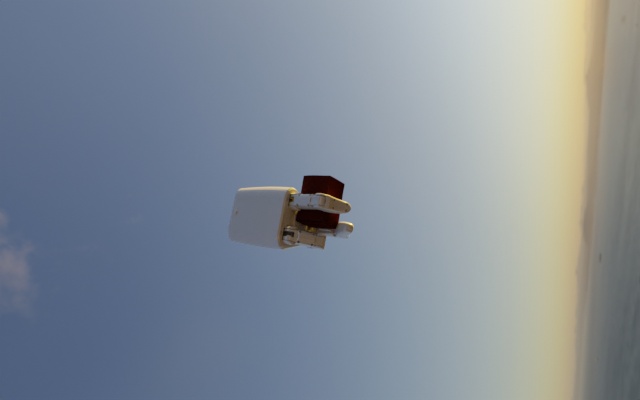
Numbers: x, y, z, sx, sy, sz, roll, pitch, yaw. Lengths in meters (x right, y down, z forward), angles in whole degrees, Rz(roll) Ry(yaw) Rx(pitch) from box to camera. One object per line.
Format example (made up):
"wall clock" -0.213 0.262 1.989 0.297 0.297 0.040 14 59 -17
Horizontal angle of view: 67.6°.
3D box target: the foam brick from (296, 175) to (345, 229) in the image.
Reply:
"foam brick" 0.000 0.002 0.769 0.051 0.078 0.053 2 -14 31
